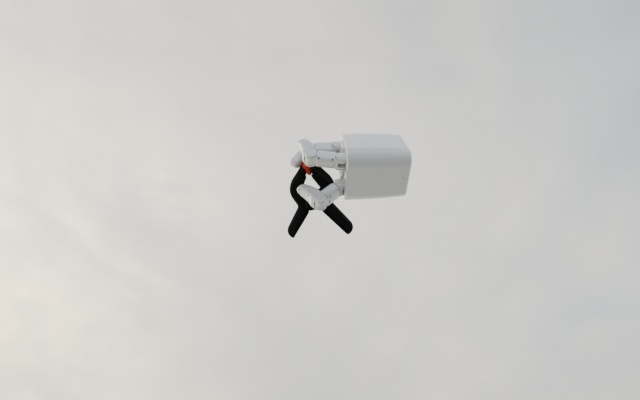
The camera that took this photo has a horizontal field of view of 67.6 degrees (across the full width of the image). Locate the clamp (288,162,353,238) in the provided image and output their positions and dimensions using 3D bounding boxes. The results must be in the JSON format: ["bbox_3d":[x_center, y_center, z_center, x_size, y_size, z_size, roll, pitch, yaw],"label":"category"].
[{"bbox_3d":[0.000,0.002,0.840,0.120,0.172,0.039,-2,42,-3],"label":"clamp"}]
